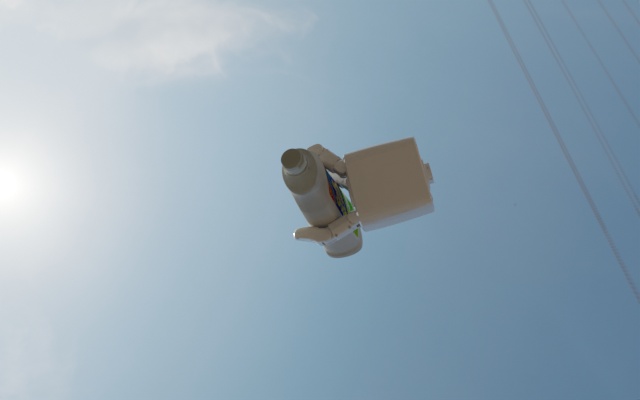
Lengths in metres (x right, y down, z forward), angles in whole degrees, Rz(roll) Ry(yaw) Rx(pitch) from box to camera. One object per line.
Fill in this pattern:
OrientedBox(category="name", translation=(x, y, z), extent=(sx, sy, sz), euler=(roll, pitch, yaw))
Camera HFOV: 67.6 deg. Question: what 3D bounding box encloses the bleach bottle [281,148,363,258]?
OrientedBox(category="bleach bottle", translation=(0.000, 0.002, 0.710), extent=(0.068, 0.102, 0.251), euler=(-16, -27, 11))
